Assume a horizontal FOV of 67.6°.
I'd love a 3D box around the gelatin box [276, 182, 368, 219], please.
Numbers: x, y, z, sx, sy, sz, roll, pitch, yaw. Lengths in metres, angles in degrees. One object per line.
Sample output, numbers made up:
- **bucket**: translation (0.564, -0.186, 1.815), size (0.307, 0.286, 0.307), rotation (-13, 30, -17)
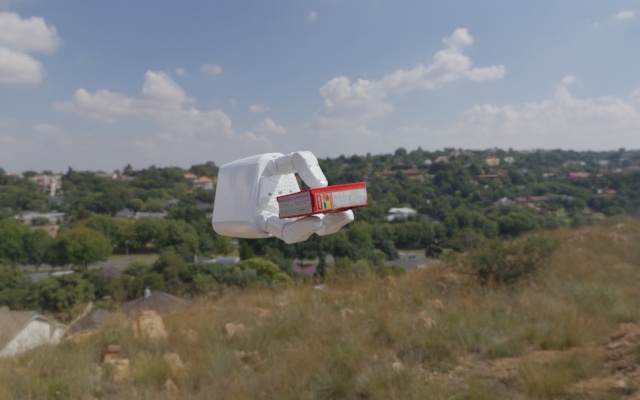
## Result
- **gelatin box**: translation (0.000, 0.001, 0.556), size (0.073, 0.030, 0.089), rotation (-7, -3, -31)
